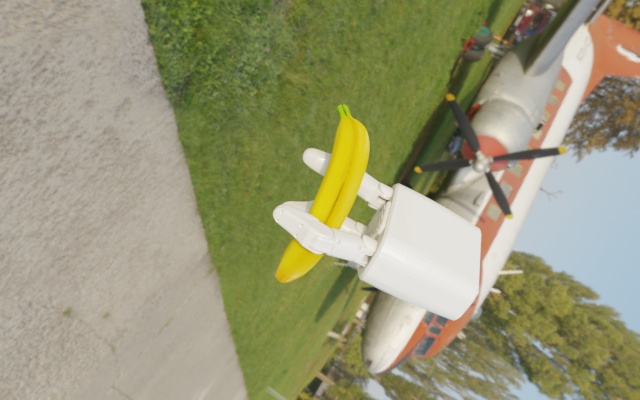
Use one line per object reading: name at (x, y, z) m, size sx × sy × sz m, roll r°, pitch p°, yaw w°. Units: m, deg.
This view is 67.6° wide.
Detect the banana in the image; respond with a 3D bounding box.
banana at (0.006, 0.002, 0.477) m, size 0.037 × 0.198 × 0.069 m, roll 21°, pitch 4°, yaw -18°
